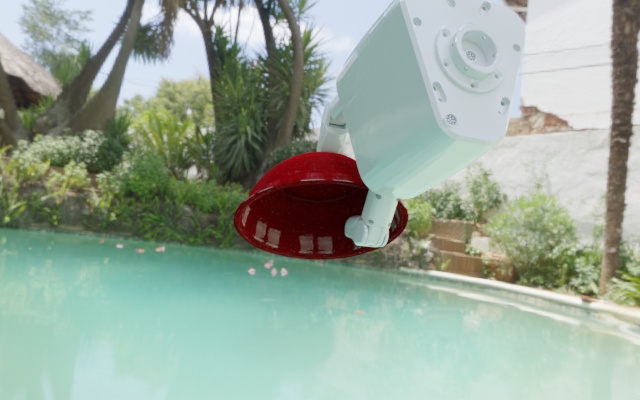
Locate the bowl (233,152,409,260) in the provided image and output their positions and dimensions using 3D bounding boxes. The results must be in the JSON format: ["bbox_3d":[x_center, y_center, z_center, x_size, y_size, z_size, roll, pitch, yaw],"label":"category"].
[{"bbox_3d":[-0.001,0.002,0.459,0.162,0.055,0.162,-1,-30,-1],"label":"bowl"}]
